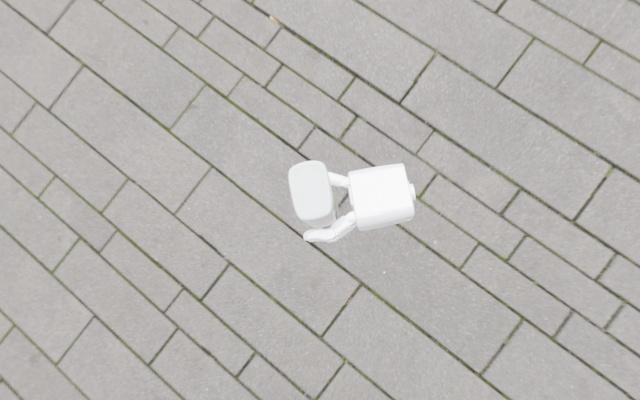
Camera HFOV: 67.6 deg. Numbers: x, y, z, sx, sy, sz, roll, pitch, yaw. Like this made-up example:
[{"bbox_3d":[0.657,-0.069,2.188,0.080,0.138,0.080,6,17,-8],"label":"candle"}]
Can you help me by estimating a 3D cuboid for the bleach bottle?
[{"bbox_3d":[0.000,0.003,0.900,0.068,0.102,0.251,-11,-10,6],"label":"bleach bottle"}]
